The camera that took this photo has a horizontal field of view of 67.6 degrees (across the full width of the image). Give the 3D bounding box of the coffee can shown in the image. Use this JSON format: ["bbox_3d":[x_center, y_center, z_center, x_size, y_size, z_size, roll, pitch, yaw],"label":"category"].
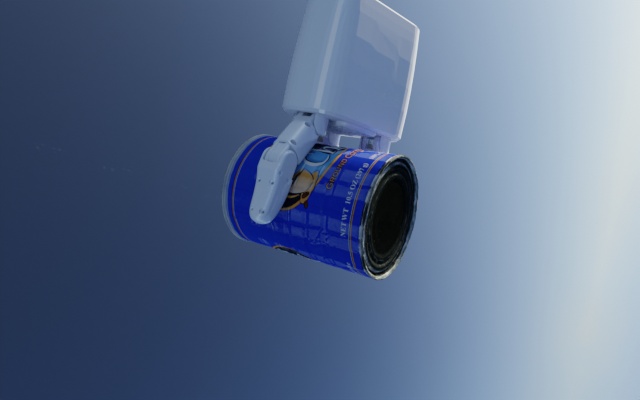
[{"bbox_3d":[0.000,0.002,0.418,0.140,0.103,0.103,13,7,31],"label":"coffee can"}]
